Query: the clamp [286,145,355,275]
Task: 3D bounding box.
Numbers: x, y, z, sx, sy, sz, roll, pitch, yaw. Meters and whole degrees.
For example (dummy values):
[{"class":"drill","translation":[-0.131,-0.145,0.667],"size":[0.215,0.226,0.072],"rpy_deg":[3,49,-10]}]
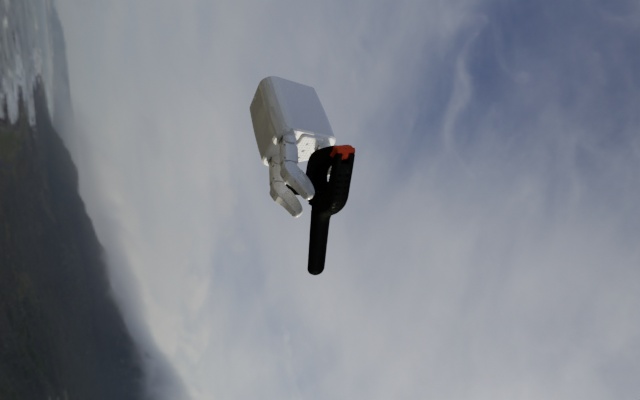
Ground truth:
[{"class":"clamp","translation":[0.001,0.002,0.683],"size":[0.036,0.164,0.210],"rpy_deg":[-7,-26,-28]}]
